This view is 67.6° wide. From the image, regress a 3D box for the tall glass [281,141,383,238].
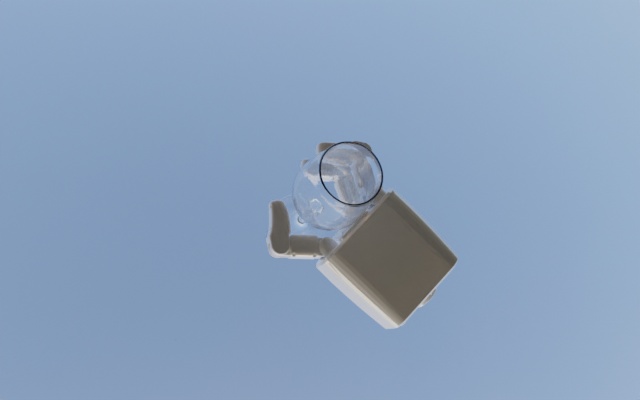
[{"bbox_3d":[0.000,0.002,0.519,0.079,0.079,0.201,0,-16,-17],"label":"tall glass"}]
